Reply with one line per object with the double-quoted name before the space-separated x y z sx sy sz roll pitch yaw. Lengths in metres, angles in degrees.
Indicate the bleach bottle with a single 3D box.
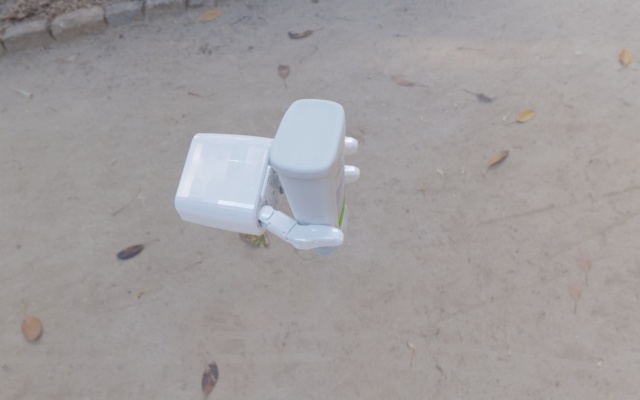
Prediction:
"bleach bottle" 0.000 0.002 0.577 0.068 0.102 0.251 8 -34 12
